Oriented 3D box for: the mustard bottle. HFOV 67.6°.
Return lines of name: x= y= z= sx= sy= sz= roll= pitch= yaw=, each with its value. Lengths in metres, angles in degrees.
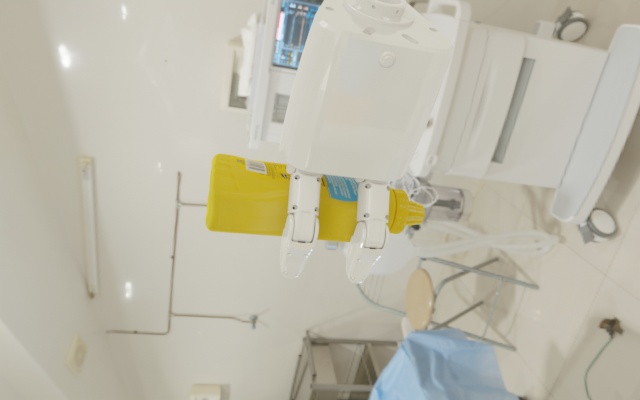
mustard bottle: x=0.000 y=0.002 z=0.417 sx=0.191 sy=0.058 sz=0.096 roll=6 pitch=18 yaw=-13
